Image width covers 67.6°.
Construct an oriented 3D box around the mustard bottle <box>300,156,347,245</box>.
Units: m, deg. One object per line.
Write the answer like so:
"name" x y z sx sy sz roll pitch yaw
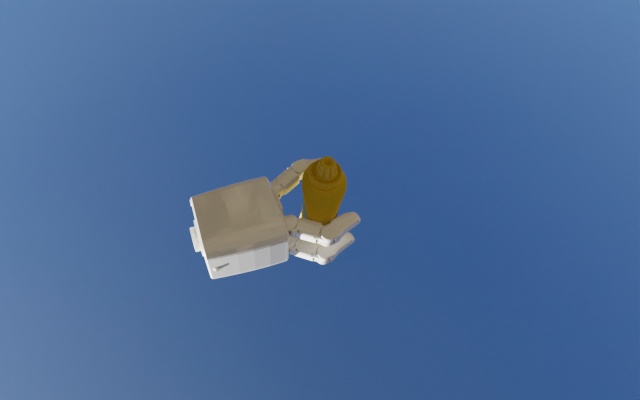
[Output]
"mustard bottle" 0.000 0.002 0.651 0.058 0.096 0.192 7 -31 -1
